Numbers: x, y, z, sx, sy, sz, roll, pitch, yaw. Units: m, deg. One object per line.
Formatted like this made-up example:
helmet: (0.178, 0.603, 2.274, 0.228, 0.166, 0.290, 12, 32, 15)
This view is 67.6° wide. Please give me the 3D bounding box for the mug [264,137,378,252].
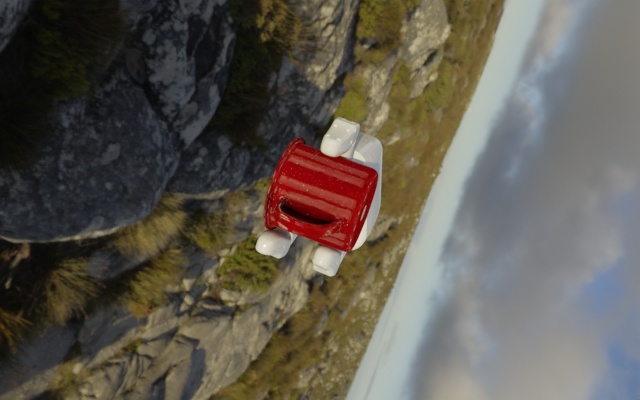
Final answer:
mug: (0.000, 0.002, 0.433, 0.081, 0.093, 0.117, 20, 24, 11)
